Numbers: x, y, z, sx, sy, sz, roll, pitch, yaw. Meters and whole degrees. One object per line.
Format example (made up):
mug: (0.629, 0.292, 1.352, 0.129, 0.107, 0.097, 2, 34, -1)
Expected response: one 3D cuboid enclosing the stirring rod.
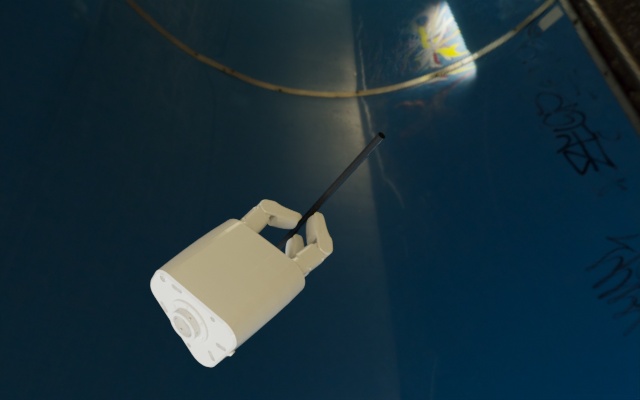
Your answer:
stirring rod: (0.000, 0.002, 0.542, 0.011, 0.011, 0.240, 0, -32, -35)
